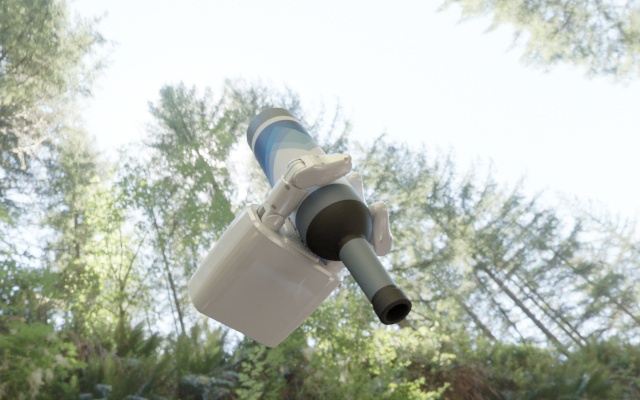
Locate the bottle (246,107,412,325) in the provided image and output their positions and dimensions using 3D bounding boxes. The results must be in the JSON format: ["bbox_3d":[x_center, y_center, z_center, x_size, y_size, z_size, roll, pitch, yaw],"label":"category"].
[{"bbox_3d":[0.000,0.001,0.464,0.069,0.069,0.295,0,34,-28],"label":"bottle"}]
